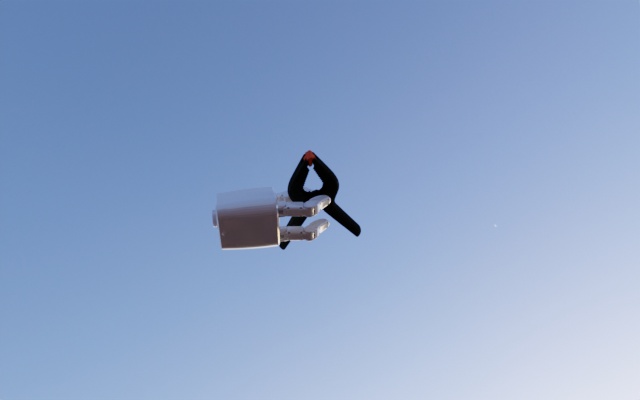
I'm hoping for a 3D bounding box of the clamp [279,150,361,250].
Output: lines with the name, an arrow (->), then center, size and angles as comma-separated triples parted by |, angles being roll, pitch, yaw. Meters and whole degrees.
clamp -> 0.000, 0.002, 0.893 | 0.164, 0.210, 0.036 | -5, 36, -8
